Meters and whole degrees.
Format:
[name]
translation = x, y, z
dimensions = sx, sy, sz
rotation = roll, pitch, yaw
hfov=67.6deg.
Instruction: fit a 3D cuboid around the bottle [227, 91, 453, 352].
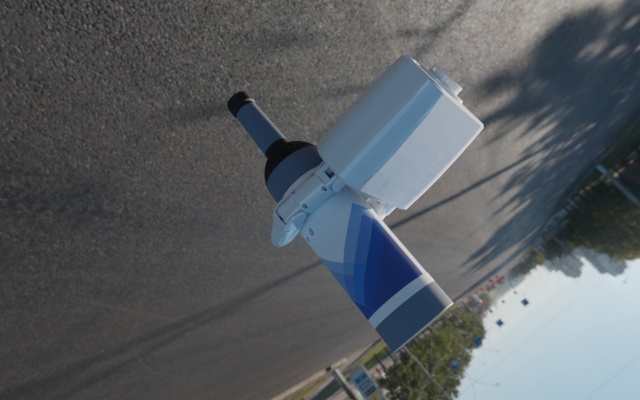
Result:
[bottle]
translation = 0.000, 0.002, 0.455
dimensions = 0.069, 0.295, 0.069
rotation = -34, -21, -15
